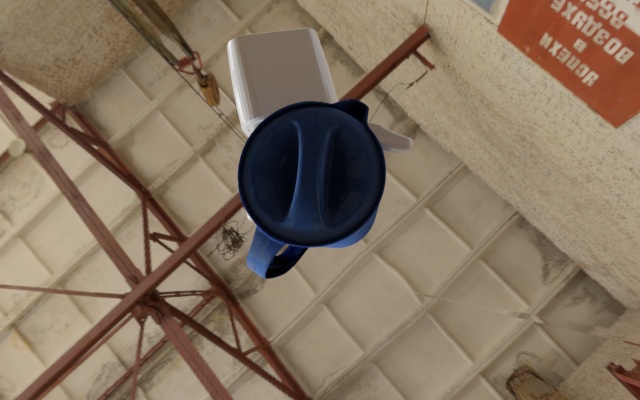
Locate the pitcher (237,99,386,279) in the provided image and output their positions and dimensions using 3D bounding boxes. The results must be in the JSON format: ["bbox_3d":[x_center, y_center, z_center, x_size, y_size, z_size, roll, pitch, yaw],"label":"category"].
[{"bbox_3d":[0.000,0.002,0.532,0.149,0.145,0.243,-15,-11,5],"label":"pitcher"}]
